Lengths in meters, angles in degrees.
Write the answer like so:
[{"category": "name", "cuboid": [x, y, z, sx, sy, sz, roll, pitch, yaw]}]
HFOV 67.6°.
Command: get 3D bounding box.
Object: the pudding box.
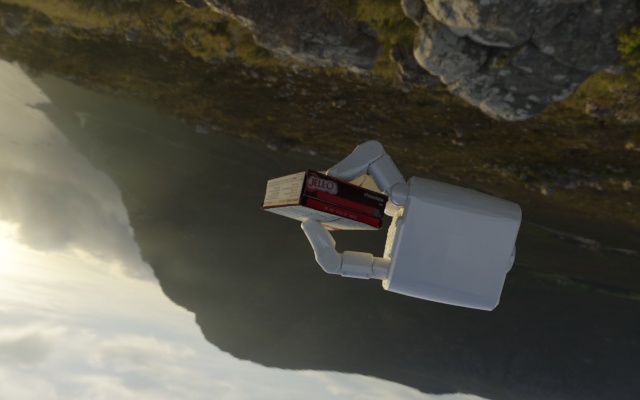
[{"category": "pudding box", "cuboid": [0.000, 0.002, 0.483, 0.090, 0.039, 0.113, 18, -12, -24]}]
